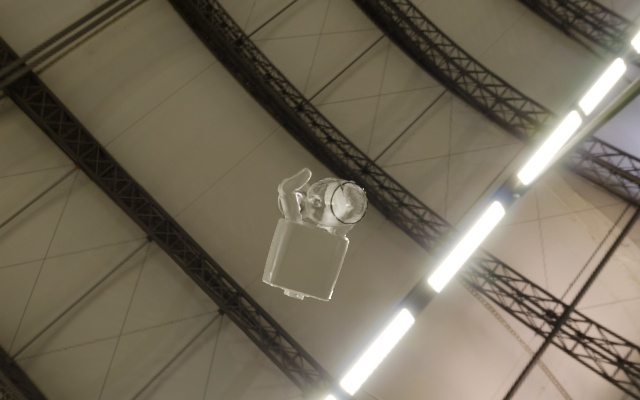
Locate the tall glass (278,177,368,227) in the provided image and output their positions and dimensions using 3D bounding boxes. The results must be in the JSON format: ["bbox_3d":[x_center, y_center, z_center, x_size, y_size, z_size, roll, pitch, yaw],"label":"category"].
[{"bbox_3d":[0.000,0.002,0.779,0.079,0.079,0.201,0,1,-25],"label":"tall glass"}]
